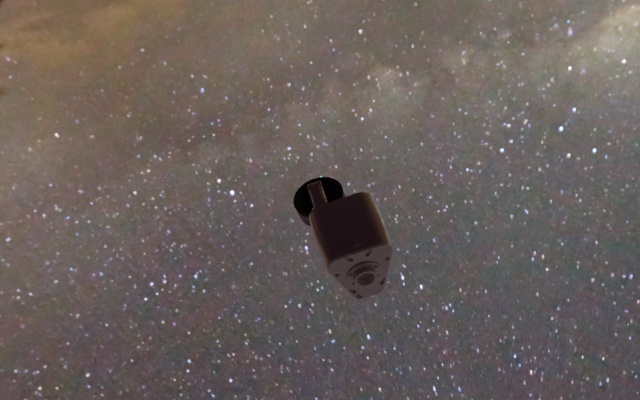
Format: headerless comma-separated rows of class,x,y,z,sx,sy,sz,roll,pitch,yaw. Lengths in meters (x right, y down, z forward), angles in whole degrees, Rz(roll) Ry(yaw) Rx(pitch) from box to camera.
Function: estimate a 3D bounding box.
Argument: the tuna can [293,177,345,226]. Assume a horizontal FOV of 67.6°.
tuna can,0.000,0.003,0.798,0.086,0.086,0.034,0,-41,21
